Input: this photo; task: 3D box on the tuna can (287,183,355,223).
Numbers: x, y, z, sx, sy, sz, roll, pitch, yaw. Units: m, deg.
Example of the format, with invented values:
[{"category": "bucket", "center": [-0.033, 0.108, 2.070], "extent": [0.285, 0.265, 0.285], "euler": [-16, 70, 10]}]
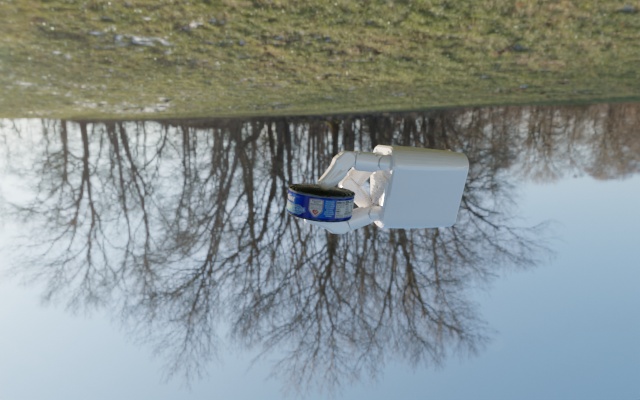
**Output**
[{"category": "tuna can", "center": [0.000, 0.003, 0.609], "extent": [0.086, 0.034, 0.086], "euler": [6, 11, -1]}]
